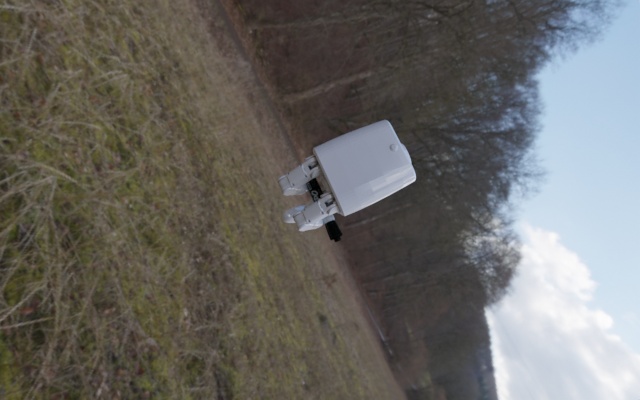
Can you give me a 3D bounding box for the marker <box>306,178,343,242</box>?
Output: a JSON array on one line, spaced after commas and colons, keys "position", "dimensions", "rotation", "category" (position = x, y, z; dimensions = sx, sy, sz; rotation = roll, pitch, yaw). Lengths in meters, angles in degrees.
[{"position": [0.000, 0.002, 0.670], "dimensions": [0.020, 0.121, 0.020], "rotation": [-23, -15, -6], "category": "marker"}]
